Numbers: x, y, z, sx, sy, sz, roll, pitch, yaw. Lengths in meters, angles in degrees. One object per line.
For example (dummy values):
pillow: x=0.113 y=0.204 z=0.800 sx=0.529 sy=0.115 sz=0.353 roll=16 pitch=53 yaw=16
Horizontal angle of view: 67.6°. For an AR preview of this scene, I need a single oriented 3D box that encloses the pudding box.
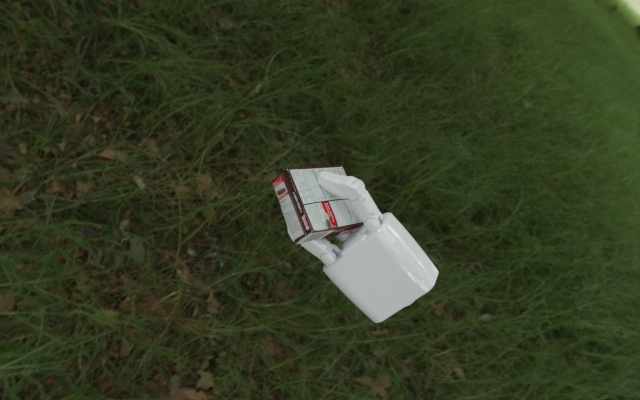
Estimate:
pudding box: x=0.000 y=0.002 z=0.625 sx=0.039 sy=0.090 sz=0.113 roll=-34 pitch=-17 yaw=38
